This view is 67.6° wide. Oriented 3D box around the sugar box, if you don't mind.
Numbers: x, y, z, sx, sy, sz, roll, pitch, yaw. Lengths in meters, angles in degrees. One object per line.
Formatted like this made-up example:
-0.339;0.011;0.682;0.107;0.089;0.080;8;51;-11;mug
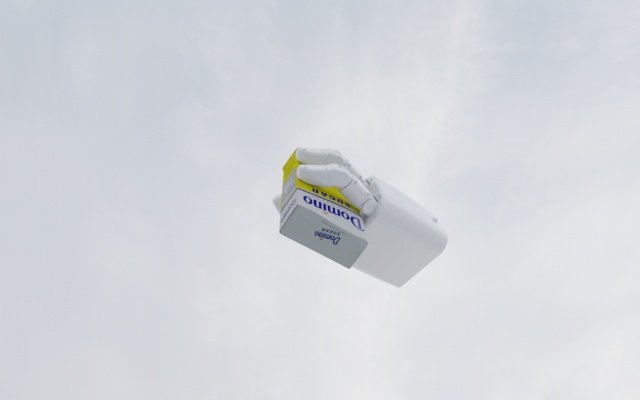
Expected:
0.001;0.001;0.578;0.093;0.048;0.176;29;18;-17;sugar box
